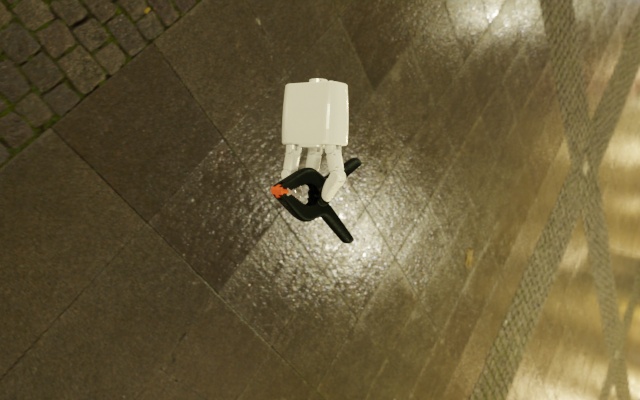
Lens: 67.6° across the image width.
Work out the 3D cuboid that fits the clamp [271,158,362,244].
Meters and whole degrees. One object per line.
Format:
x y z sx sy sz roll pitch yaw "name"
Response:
0.000 0.003 0.856 0.036 0.164 0.210 3 4 44 "clamp"
